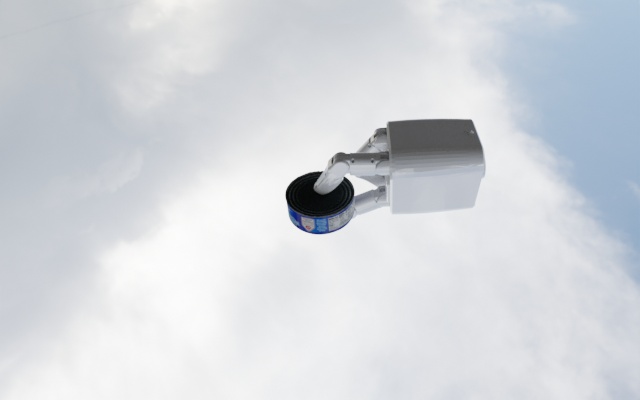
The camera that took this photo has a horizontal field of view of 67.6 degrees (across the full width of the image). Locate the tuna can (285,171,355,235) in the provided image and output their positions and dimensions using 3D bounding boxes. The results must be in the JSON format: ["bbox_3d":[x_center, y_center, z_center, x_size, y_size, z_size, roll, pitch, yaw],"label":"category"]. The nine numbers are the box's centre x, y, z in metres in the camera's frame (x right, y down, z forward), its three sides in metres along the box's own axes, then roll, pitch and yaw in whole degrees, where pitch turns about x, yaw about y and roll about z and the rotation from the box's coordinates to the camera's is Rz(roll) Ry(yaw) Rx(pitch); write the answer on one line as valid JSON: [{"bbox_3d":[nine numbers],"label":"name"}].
[{"bbox_3d":[0.000,0.002,0.595,0.086,0.034,0.086,-3,42,2],"label":"tuna can"}]
